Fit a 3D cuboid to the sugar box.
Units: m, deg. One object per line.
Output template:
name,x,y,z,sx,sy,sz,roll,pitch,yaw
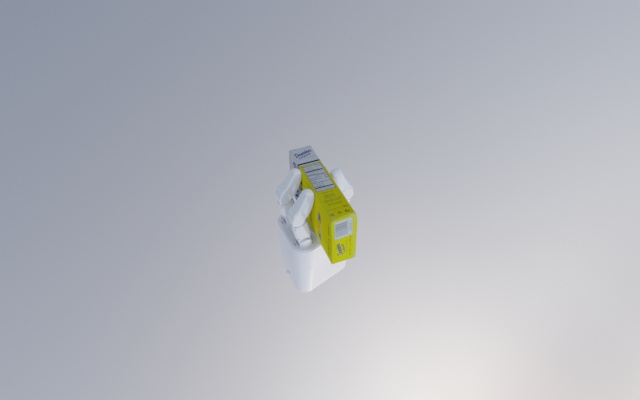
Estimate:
sugar box,0.000,0.003,0.735,0.048,0.093,0.176,-17,44,-18
